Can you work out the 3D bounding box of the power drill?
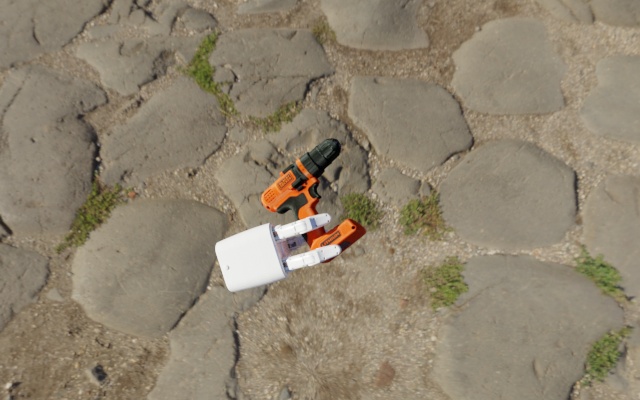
[{"bbox_3d":[0.000,0.003,0.858,0.184,0.187,0.057,-41,-27,15],"label":"power drill"}]
